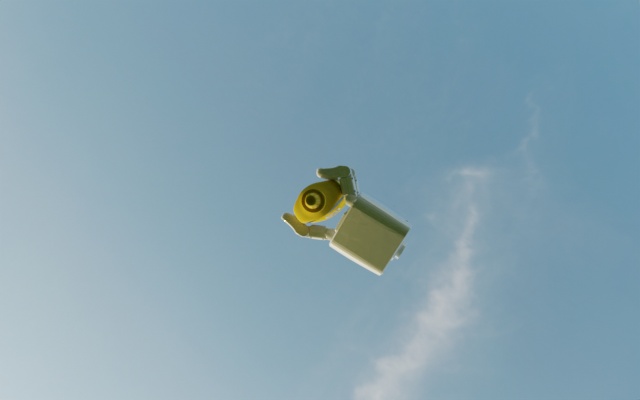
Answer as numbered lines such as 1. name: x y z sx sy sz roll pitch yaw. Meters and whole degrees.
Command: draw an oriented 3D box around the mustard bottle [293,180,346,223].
1. mustard bottle: 0.000 0.003 0.852 0.096 0.058 0.191 -34 -6 7
